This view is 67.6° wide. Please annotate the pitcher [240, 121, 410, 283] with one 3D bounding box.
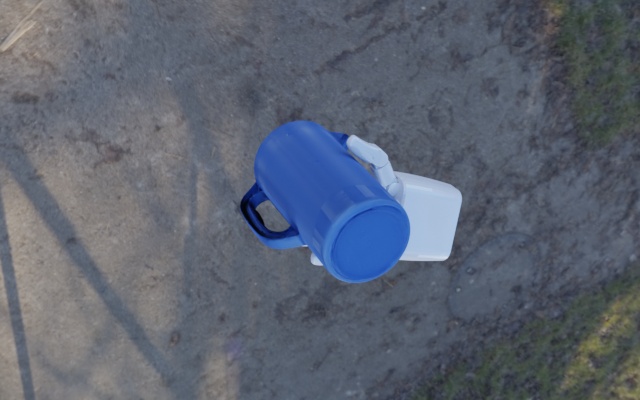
[{"bbox_3d":[0.000,0.002,0.610,0.145,0.149,0.242,10,21,-28],"label":"pitcher"}]
